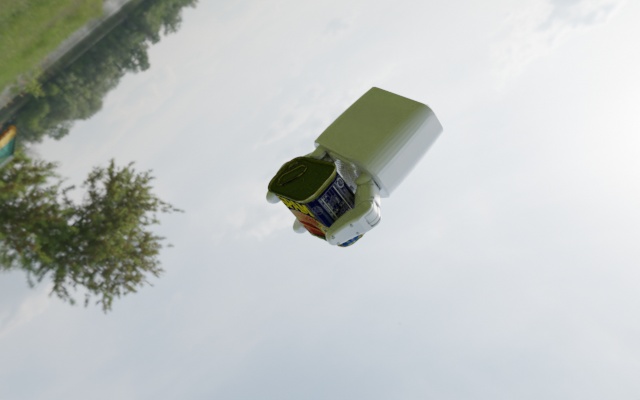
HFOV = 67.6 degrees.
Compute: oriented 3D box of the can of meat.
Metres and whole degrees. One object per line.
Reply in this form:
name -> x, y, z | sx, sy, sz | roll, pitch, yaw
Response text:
can of meat -> 0.000, 0.002, 0.540 | 0.084, 0.057, 0.102 | 50, -17, -29
